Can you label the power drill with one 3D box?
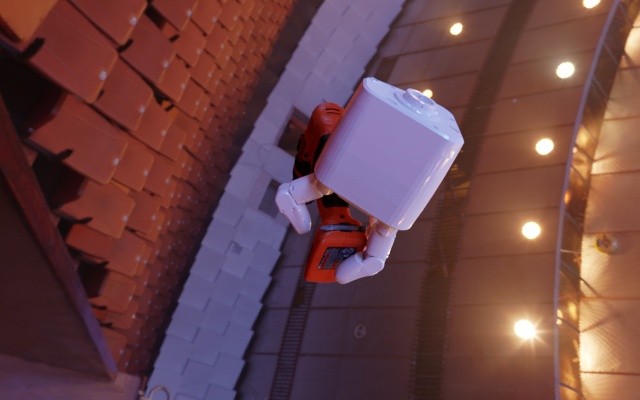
[{"bbox_3d":[0.000,0.002,0.593,0.057,0.187,0.185,0,-35,-14],"label":"power drill"}]
